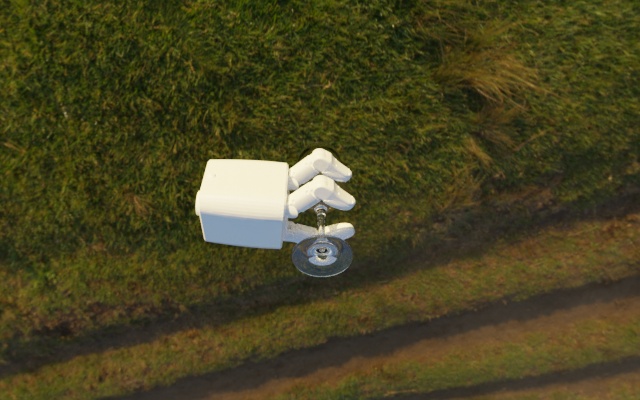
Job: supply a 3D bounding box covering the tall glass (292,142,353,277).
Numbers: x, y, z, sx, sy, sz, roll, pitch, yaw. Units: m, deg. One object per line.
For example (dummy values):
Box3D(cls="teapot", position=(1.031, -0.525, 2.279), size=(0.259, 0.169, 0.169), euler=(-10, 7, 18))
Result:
Box3D(cls="tall glass", position=(0.000, 0.003, 0.647), size=(0.079, 0.079, 0.200), euler=(0, 41, -1))
